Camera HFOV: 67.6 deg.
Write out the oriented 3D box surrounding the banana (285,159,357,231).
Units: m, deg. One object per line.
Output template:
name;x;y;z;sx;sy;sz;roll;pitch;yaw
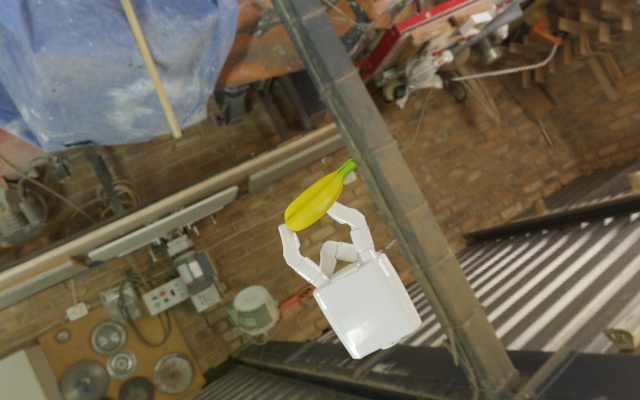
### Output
banana;-0.013;0.010;0.614;0.069;0.037;0.198;-32;-4;-27
